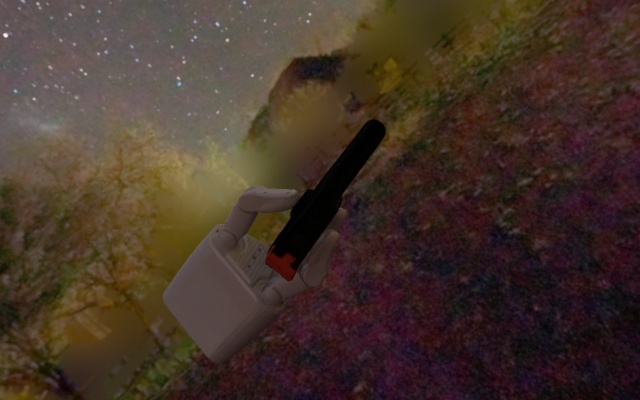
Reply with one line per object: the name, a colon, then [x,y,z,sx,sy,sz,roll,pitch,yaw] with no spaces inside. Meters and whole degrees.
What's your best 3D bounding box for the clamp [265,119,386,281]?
clamp: [-0.001,0.001,0.470,0.036,0.165,0.210,38,24,-4]
